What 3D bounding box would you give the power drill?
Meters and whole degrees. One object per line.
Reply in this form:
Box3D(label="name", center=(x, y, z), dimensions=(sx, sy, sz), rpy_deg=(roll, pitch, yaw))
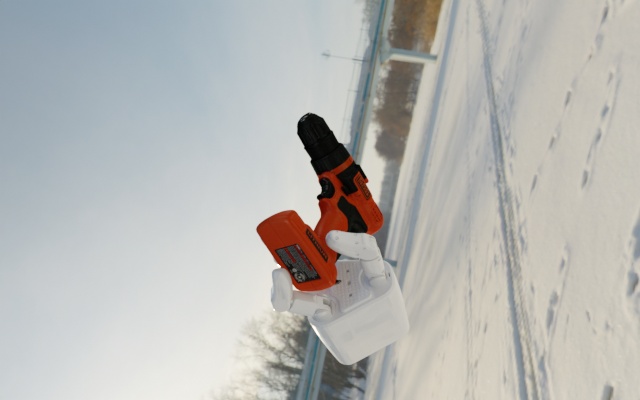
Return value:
Box3D(label="power drill", center=(0.000, 0.002, 0.578), dimensions=(0.057, 0.184, 0.187), rpy_deg=(-21, 20, 37))
